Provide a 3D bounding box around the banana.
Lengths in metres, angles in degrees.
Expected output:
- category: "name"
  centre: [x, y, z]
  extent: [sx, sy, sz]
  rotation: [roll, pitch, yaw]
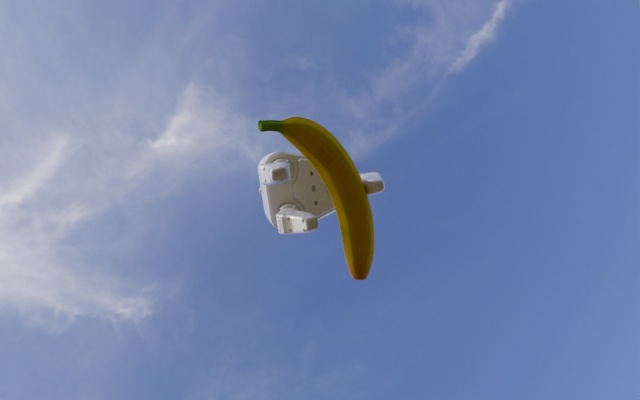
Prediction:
- category: "banana"
  centre: [0.013, -0.012, 0.497]
  extent: [0.069, 0.198, 0.037]
  rotation: [-36, 13, -15]
